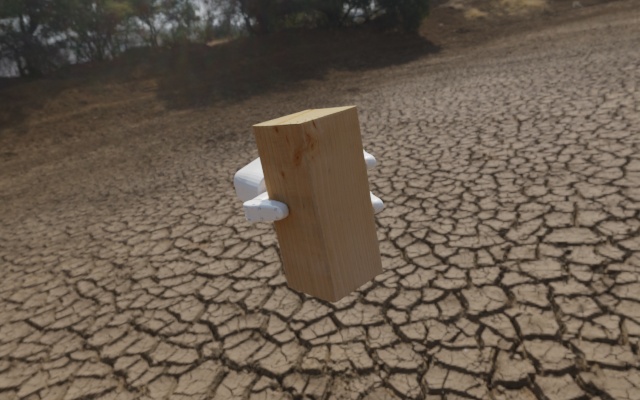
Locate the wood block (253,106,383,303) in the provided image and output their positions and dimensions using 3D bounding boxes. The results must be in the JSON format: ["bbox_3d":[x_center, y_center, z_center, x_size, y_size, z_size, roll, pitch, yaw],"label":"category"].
[{"bbox_3d":[0.000,0.002,0.566,0.091,0.206,0.090,-24,21,-38],"label":"wood block"}]
